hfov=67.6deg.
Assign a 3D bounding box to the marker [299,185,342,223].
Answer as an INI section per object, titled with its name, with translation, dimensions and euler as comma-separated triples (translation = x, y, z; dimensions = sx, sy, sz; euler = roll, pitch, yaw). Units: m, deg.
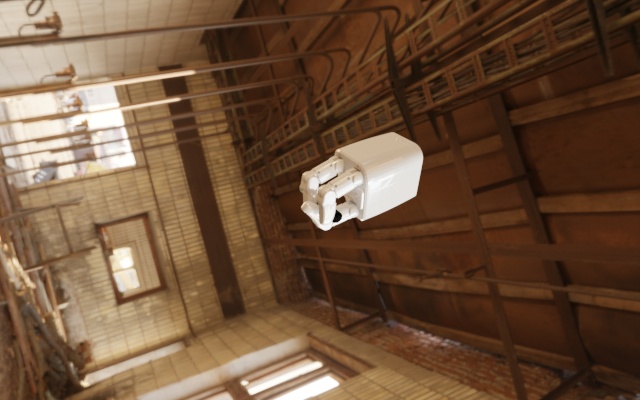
[marker]
translation = 0.000, 0.003, 0.753
dimensions = 0.020, 0.020, 0.121
euler = 0, 25, -30
